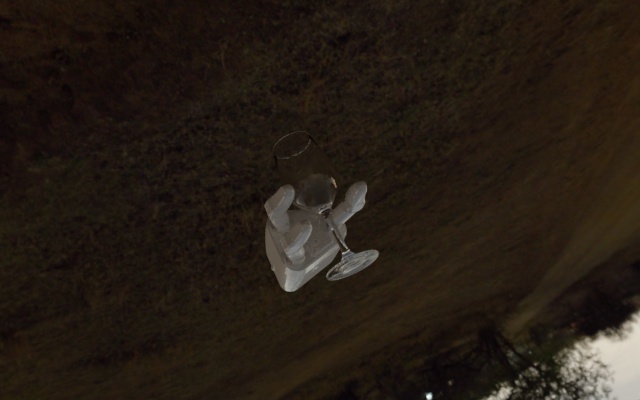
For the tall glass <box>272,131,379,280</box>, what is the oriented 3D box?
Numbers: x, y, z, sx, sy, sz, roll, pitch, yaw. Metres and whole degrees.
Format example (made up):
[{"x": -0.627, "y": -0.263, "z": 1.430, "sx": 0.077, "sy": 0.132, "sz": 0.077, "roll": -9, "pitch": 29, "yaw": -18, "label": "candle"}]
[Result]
[{"x": 0.000, "y": 0.003, "z": 0.645, "sx": 0.079, "sy": 0.201, "sz": 0.079, "roll": -22, "pitch": -24, "yaw": -10, "label": "tall glass"}]
